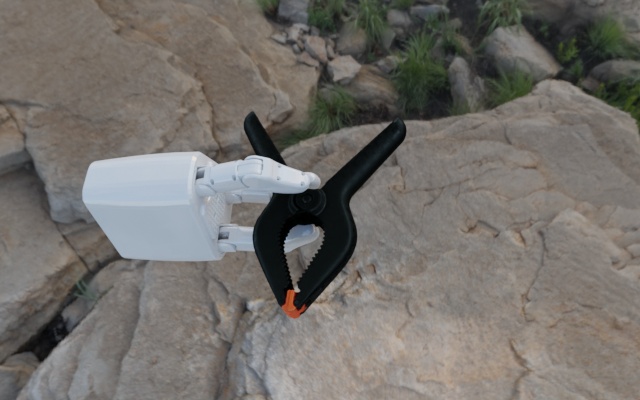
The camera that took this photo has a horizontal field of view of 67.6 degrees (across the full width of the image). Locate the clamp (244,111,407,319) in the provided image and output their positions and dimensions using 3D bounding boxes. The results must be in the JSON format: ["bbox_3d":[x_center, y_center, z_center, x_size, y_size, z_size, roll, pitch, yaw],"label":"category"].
[{"bbox_3d":[0.000,0.002,0.441,0.164,0.210,0.036,-2,-27,8],"label":"clamp"}]
